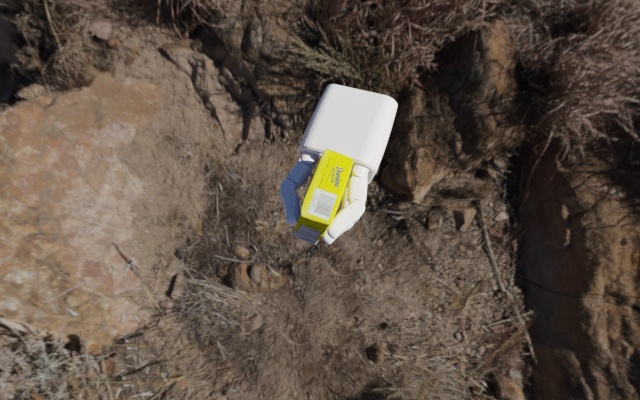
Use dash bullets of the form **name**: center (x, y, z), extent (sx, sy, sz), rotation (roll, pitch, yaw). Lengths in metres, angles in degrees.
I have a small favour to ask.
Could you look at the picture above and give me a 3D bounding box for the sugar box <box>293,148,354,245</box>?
- **sugar box**: center (0.001, 0.002, 0.666), extent (0.048, 0.093, 0.176), rotation (21, -14, 1)
